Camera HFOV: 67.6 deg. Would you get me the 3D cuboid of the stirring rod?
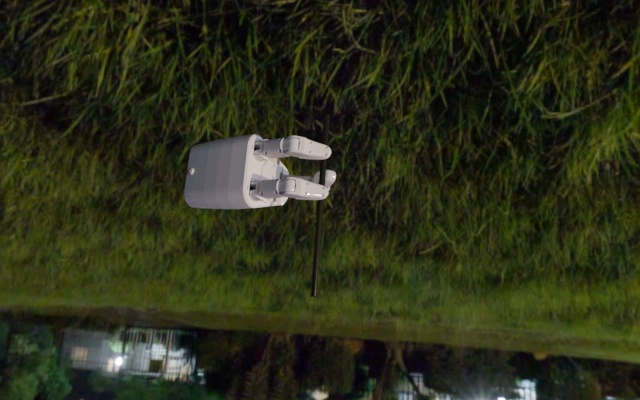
[{"bbox_3d":[0.000,0.002,0.613,0.011,0.239,0.011,4,-14,1],"label":"stirring rod"}]
